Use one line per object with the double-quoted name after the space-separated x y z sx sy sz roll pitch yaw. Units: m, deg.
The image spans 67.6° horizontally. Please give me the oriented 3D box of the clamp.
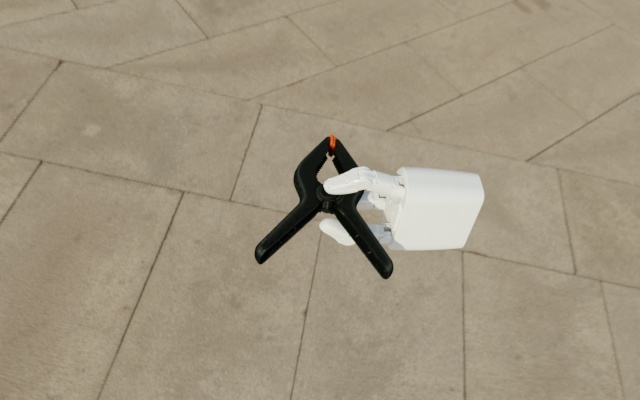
0.000 0.001 0.608 0.164 0.209 0.036 3 -35 -10 "clamp"
